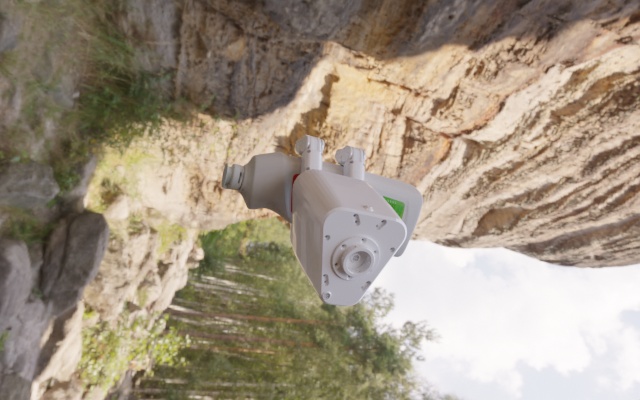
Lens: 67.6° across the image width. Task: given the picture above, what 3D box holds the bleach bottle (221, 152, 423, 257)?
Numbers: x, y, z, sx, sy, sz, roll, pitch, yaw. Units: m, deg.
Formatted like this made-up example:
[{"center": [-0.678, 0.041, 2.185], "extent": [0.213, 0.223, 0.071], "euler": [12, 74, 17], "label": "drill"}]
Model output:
[{"center": [0.000, 0.002, 0.602], "extent": [0.251, 0.102, 0.068], "euler": [12, 19, -21], "label": "bleach bottle"}]
